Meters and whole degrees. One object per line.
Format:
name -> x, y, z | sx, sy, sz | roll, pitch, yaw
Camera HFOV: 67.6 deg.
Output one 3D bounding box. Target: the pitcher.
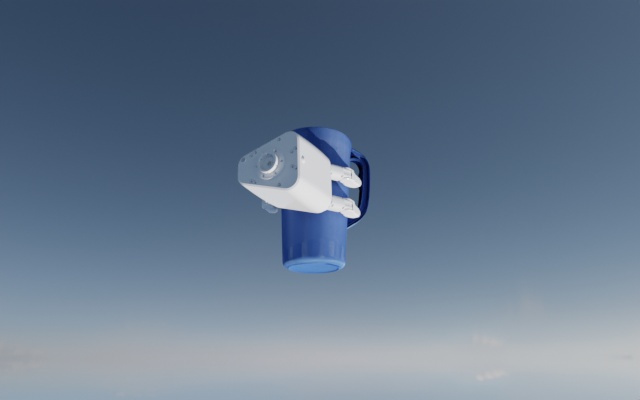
pitcher -> 0.000, 0.003, 0.852 | 0.149, 0.242, 0.145 | -9, -21, 24
